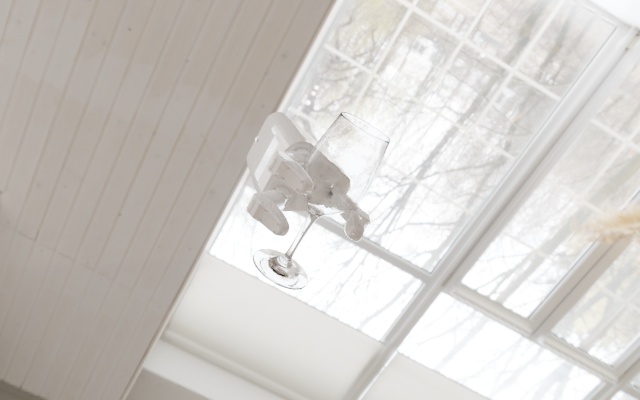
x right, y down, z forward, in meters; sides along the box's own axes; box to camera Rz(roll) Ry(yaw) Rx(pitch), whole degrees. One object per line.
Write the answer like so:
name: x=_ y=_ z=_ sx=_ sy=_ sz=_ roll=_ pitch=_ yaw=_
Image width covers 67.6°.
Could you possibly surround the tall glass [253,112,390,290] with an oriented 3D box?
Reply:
tall glass: x=0.000 y=0.002 z=0.541 sx=0.079 sy=0.201 sz=0.079 roll=27 pitch=20 yaw=-11
